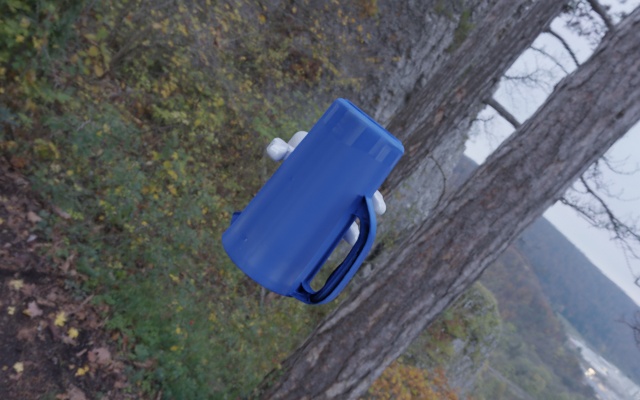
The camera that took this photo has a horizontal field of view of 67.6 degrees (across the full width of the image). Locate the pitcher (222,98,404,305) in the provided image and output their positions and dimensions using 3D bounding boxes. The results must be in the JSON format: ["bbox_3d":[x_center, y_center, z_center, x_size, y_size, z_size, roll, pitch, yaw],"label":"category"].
[{"bbox_3d":[0.000,0.002,0.610,0.149,0.243,0.145,35,13,-15],"label":"pitcher"}]
